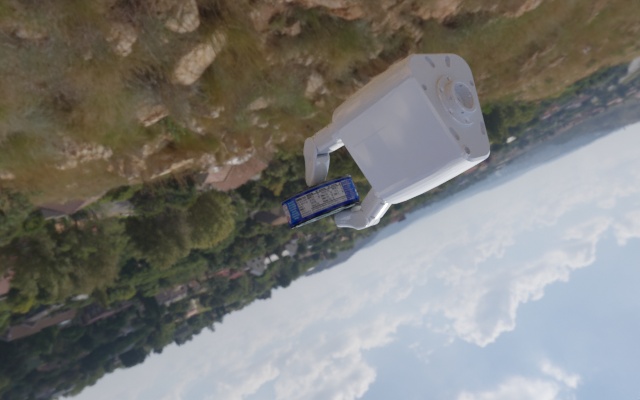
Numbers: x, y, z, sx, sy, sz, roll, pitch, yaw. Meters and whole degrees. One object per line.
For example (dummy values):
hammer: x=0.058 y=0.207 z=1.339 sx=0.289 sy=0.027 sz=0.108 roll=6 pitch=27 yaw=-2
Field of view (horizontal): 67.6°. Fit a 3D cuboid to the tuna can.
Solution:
tuna can: x=0.000 y=0.002 z=0.538 sx=0.086 sy=0.034 sz=0.086 roll=-21 pitch=-3 yaw=-1
